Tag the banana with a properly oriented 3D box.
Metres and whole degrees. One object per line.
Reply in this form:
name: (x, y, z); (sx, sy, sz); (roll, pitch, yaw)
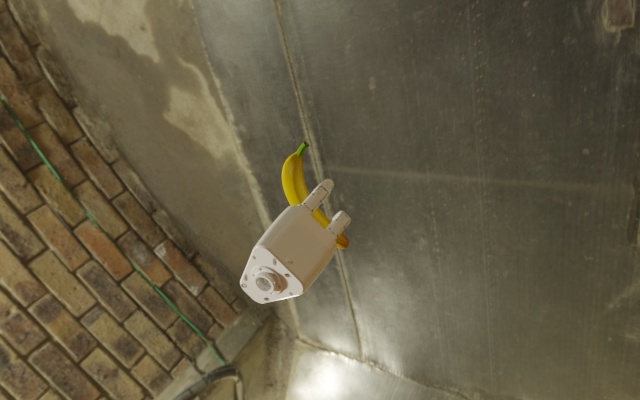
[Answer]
banana: (-0.017, 0.004, 0.802); (0.069, 0.198, 0.037); (-14, 20, 28)
